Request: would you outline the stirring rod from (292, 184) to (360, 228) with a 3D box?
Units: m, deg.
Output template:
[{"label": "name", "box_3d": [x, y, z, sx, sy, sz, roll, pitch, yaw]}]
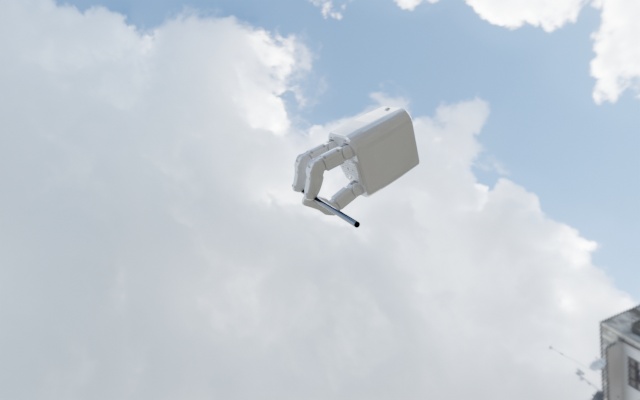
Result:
[{"label": "stirring rod", "box_3d": [0.000, 0.002, 0.679, 0.011, 0.011, 0.239, 0, 13, -22]}]
